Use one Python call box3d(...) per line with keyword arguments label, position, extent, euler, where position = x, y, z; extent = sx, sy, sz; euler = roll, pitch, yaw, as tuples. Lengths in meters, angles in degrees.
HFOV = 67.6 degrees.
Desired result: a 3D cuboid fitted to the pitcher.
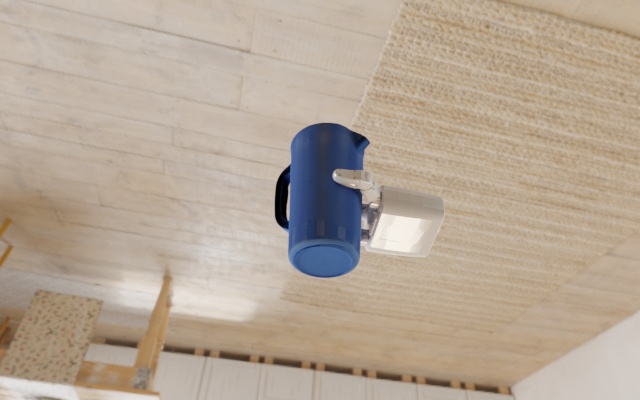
box3d(label="pitcher", position=(0.000, 0.003, 0.786), extent=(0.145, 0.242, 0.149), euler=(10, -40, -8))
